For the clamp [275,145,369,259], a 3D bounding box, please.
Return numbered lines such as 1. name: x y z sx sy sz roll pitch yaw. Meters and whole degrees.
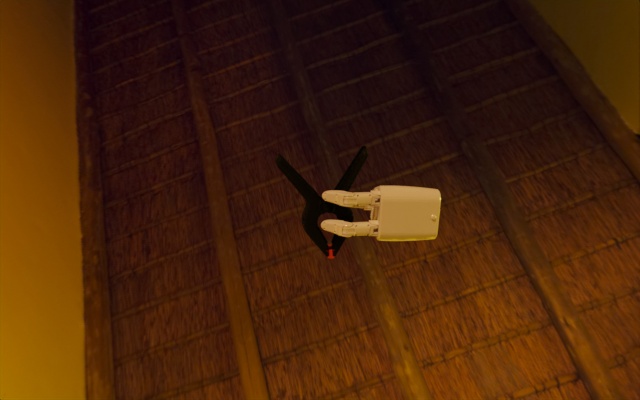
1. clamp: 0.000 0.003 0.868 0.164 0.210 0.036 1 15 -1
